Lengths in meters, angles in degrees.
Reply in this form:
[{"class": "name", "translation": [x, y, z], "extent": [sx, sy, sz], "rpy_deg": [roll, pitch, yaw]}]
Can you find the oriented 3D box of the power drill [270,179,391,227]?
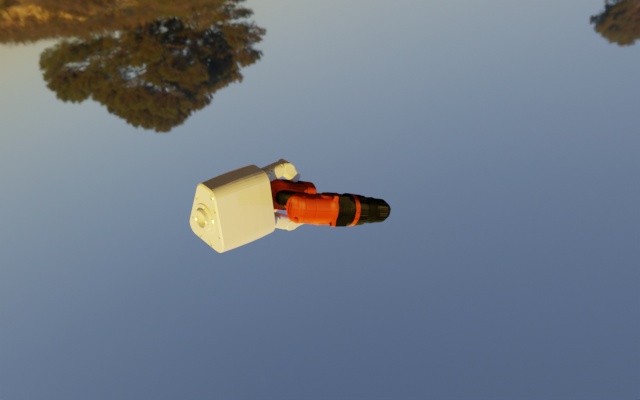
[{"class": "power drill", "translation": [0.000, 0.003, 0.809], "extent": [0.184, 0.057, 0.187], "rpy_deg": [4, 5, -31]}]
